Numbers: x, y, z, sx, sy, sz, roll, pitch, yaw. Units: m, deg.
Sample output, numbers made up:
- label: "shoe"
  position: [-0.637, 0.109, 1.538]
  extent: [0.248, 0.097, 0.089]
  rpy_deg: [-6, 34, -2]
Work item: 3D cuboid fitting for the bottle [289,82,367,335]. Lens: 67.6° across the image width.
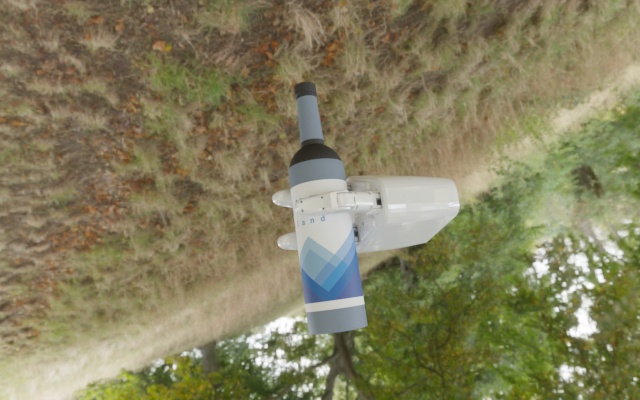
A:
- label: "bottle"
  position: [0.000, 0.002, 0.562]
  extent: [0.069, 0.295, 0.069]
  rpy_deg: [-8, -11, -1]
